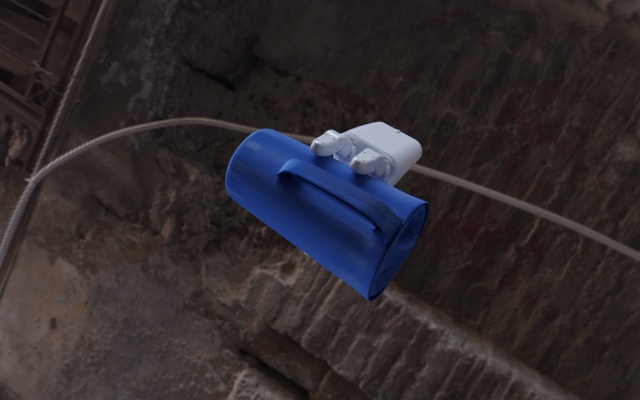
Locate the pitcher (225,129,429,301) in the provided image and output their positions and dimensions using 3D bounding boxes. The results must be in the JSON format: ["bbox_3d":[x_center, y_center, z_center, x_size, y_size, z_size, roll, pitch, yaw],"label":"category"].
[{"bbox_3d":[0.000,0.002,0.589,0.243,0.149,0.145,31,32,21],"label":"pitcher"}]
